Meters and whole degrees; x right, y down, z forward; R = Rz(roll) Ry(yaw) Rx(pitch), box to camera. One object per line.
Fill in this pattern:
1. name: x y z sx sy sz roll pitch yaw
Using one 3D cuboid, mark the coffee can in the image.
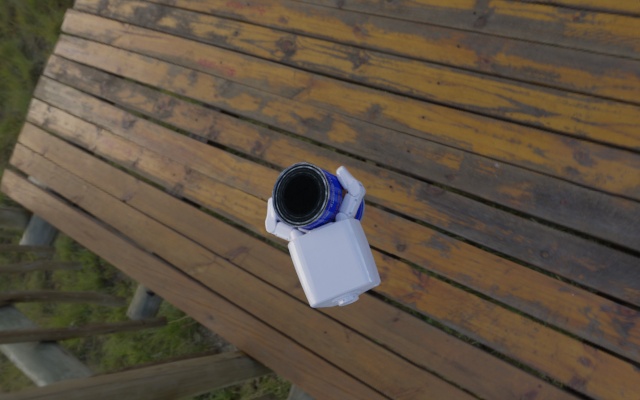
1. coffee can: 0.000 0.002 0.792 0.103 0.103 0.140 0 -10 28
